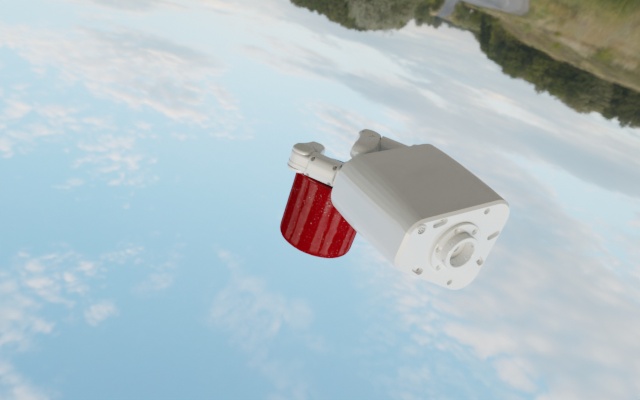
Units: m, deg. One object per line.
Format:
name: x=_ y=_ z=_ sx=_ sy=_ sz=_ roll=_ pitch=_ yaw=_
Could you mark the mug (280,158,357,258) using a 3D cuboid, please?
mug: x=-0.001 y=0.001 z=0.517 sx=0.093 sy=0.081 sz=0.117 roll=4 pitch=27 yaw=-31
